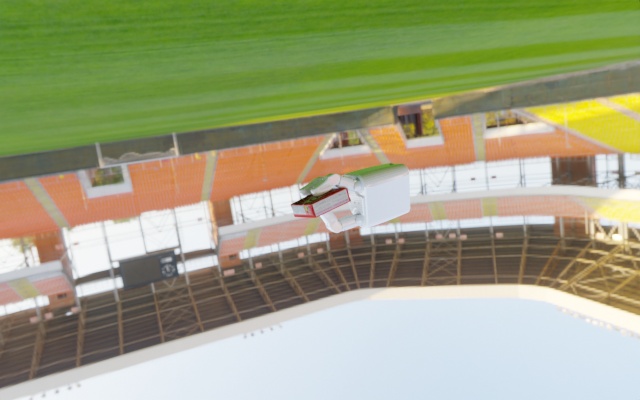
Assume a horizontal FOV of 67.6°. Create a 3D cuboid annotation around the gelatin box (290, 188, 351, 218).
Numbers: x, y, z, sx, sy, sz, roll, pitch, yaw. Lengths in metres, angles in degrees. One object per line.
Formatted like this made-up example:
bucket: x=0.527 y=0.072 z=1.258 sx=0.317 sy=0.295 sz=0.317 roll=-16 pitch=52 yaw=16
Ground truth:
gelatin box: x=0.000 y=0.003 z=0.893 sx=0.089 sy=0.030 sz=0.073 roll=-26 pitch=14 yaw=-32
